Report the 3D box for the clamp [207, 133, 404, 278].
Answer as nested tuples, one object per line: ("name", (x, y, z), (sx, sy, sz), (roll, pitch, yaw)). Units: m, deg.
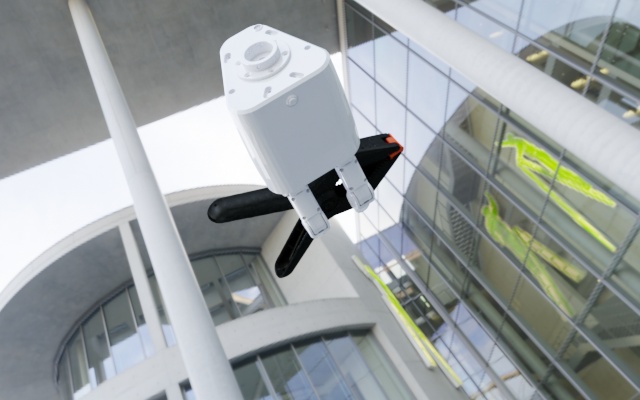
("clamp", (0.000, 0.001, 0.526), (0.210, 0.036, 0.165), (-32, -36, -5))
